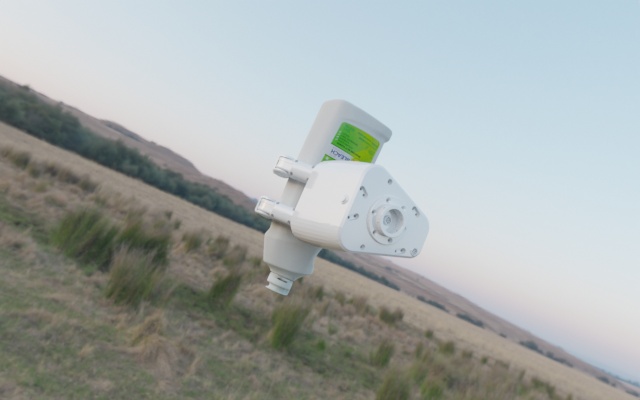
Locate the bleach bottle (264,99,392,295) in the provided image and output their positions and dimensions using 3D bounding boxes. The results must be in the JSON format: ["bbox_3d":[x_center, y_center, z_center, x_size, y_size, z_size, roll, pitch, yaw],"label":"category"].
[{"bbox_3d":[0.000,0.002,0.615,0.102,0.251,0.068,27,-9,-28],"label":"bleach bottle"}]
